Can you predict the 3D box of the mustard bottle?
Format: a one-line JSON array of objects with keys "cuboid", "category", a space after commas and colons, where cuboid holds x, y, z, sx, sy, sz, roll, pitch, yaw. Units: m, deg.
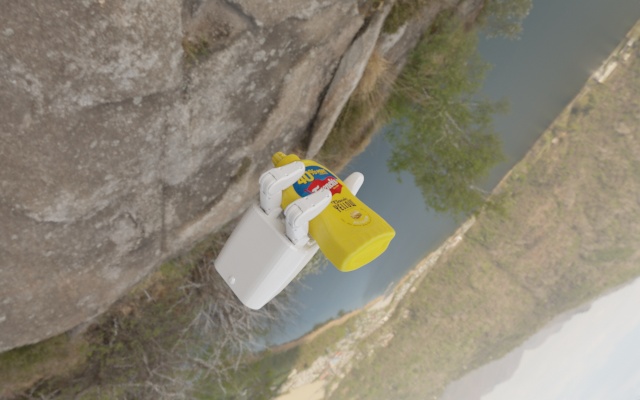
[{"cuboid": [0.000, 0.002, 0.617, 0.096, 0.058, 0.191, -20, 56, -42], "category": "mustard bottle"}]
